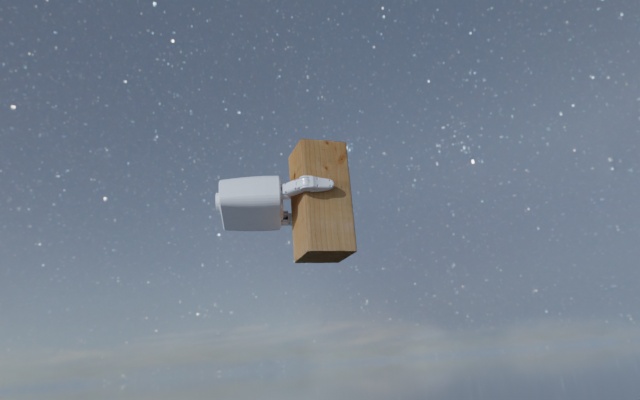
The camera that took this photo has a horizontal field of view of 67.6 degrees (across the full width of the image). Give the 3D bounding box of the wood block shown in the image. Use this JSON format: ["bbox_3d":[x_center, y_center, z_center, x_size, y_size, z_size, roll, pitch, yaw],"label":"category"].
[{"bbox_3d":[0.000,0.003,0.864,0.090,0.206,0.091,2,-20,-19],"label":"wood block"}]
